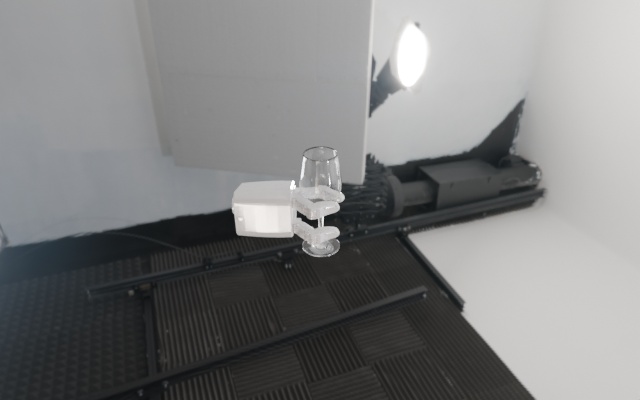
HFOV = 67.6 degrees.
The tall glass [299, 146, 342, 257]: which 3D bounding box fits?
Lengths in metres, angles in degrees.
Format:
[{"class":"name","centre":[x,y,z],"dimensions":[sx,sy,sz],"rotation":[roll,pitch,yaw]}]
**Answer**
[{"class":"tall glass","centre":[0.000,0.004,0.892],"dimensions":[0.079,0.201,0.079],"rotation":[0,30,0]}]
